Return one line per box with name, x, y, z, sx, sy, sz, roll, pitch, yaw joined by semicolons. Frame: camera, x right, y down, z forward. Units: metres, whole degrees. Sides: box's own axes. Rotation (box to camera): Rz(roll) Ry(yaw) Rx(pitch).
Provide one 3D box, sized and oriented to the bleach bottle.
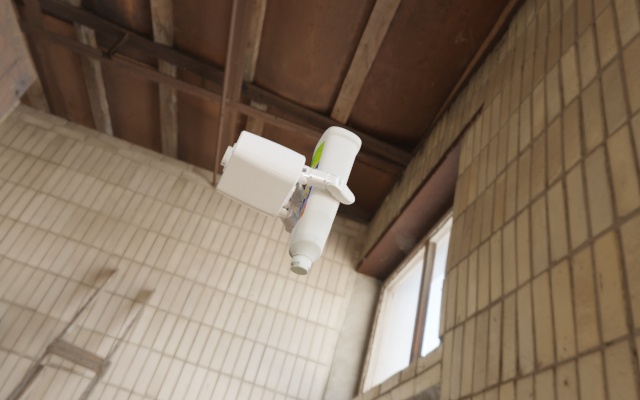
bleach bottle;0.000;0.003;0.785;0.068;0.250;0.103;23;-34;-10
